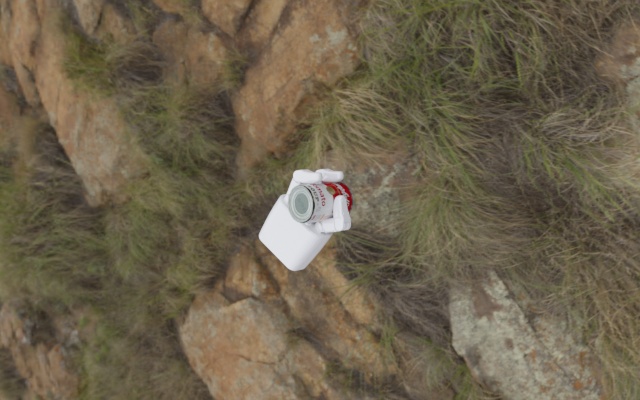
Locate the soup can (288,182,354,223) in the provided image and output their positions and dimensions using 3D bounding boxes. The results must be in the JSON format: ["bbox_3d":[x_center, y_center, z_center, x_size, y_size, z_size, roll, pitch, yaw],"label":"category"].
[{"bbox_3d":[0.000,0.003,0.851,0.102,0.068,0.068,-5,4,-45],"label":"soup can"}]
